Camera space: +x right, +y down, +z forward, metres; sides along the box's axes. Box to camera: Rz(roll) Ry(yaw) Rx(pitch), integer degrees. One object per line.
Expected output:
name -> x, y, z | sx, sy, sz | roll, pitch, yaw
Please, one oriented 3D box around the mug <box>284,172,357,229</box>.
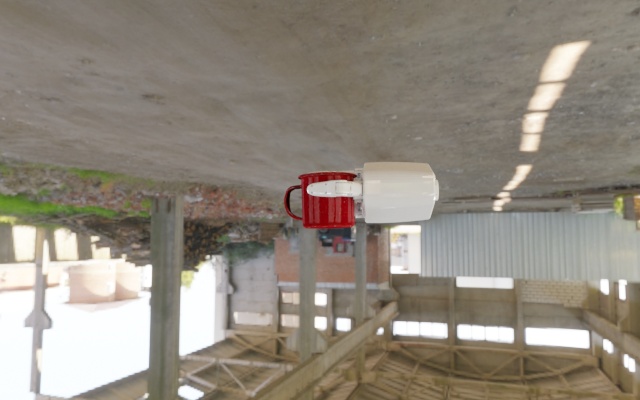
mug -> -0.001, 0.003, 0.746 | 0.117, 0.081, 0.093 | -2, -5, 8
